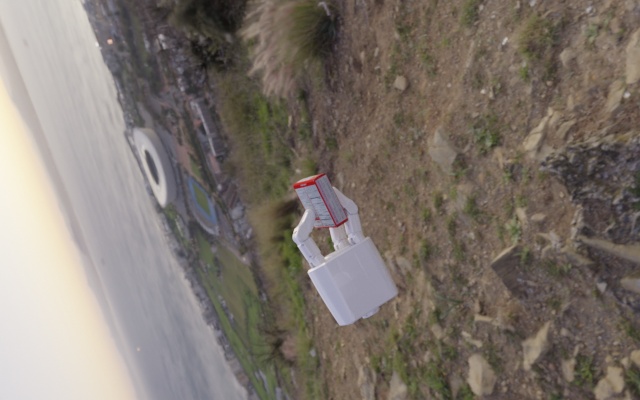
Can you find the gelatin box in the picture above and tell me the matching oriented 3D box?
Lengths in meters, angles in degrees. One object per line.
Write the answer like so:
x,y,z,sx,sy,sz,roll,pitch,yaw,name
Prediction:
0.000,0.003,0.795,0.030,0.089,0.073,-33,12,-28,gelatin box
